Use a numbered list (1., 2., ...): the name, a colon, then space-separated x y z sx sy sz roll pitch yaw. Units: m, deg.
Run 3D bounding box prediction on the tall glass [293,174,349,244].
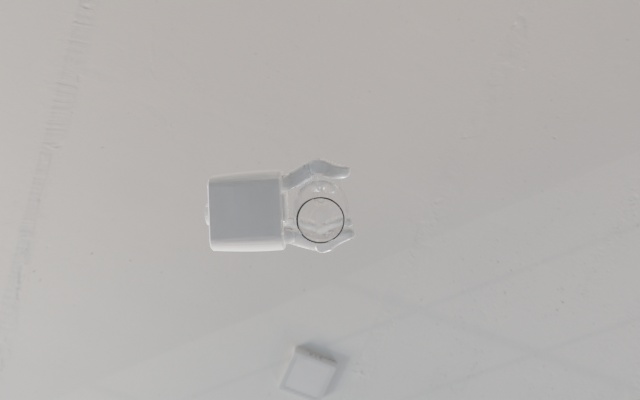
1. tall glass: 0.000 0.002 0.700 0.079 0.079 0.201 0 14 0
